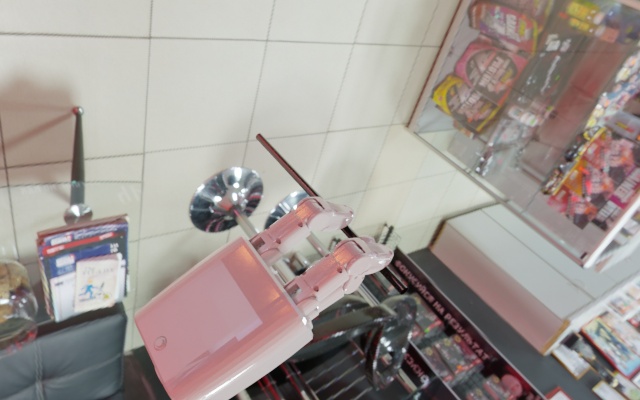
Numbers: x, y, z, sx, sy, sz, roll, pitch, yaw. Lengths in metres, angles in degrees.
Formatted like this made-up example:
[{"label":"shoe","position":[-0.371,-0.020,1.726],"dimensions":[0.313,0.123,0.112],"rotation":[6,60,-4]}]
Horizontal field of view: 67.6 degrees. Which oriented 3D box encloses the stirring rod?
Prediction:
[{"label":"stirring rod","position":[0.000,0.001,0.454],"dimensions":[0.011,0.011,0.239],"rotation":[0,37,-44]}]
